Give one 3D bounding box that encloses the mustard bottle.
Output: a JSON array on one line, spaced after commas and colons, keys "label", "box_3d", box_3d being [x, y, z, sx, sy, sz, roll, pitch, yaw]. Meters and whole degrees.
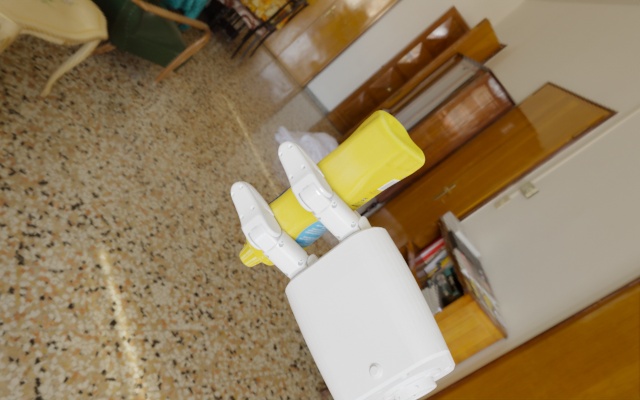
[{"label": "mustard bottle", "box_3d": [0.000, 0.001, 0.430, 0.192, 0.058, 0.096, -38, -9, 18]}]
